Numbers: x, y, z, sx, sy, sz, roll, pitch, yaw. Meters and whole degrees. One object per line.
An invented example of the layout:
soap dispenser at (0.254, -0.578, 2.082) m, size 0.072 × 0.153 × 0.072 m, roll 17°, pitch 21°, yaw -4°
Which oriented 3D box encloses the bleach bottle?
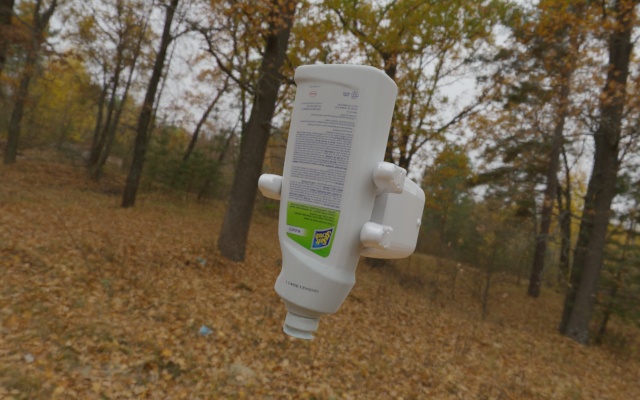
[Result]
bleach bottle at (0.000, 0.001, 0.456) m, size 0.102 × 0.251 × 0.068 m, roll 10°, pitch -4°, yaw 34°
